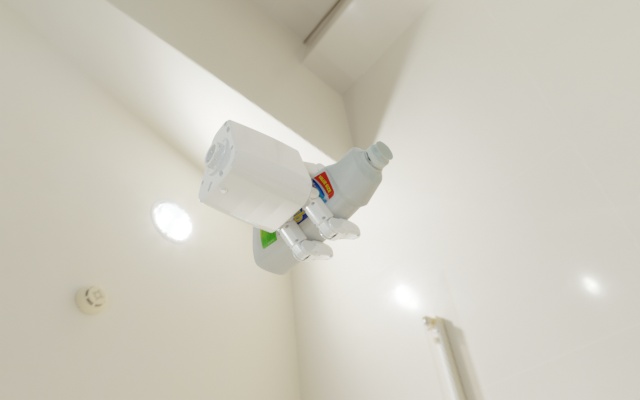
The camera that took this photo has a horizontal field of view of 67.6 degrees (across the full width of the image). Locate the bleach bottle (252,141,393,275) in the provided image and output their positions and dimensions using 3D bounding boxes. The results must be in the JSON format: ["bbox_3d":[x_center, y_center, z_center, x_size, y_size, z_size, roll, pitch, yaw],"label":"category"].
[{"bbox_3d":[0.000,0.002,0.652,0.068,0.102,0.251,25,-49,-30],"label":"bleach bottle"}]
